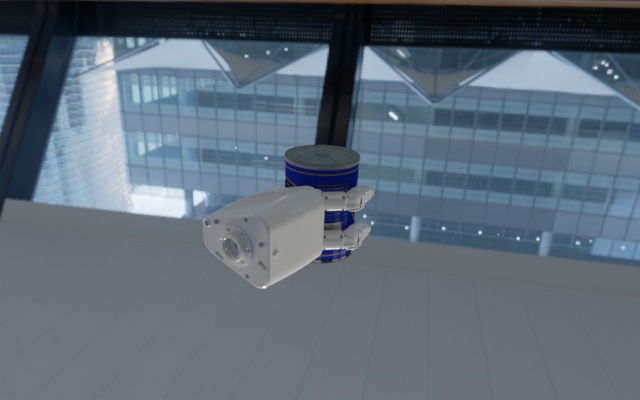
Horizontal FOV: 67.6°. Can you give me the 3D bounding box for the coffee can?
[{"bbox_3d":[0.000,0.002,0.670,0.103,0.140,0.102,2,21,-1],"label":"coffee can"}]
